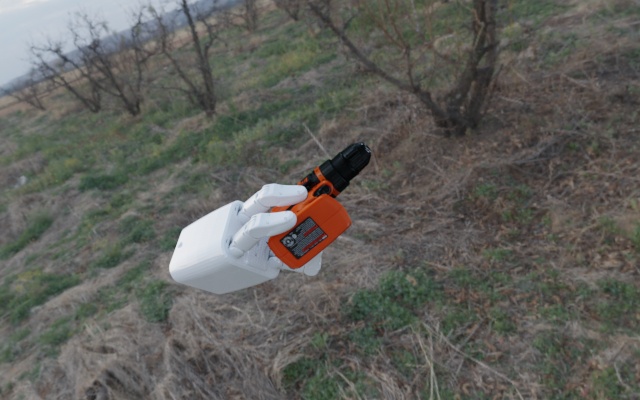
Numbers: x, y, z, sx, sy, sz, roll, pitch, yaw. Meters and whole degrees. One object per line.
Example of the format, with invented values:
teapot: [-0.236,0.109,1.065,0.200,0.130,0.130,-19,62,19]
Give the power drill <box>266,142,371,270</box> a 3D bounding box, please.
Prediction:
power drill: [0.000,0.002,0.651,0.184,0.057,0.187,-42,12,14]
